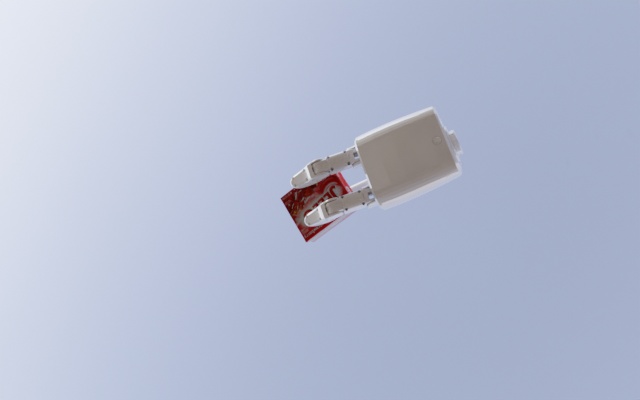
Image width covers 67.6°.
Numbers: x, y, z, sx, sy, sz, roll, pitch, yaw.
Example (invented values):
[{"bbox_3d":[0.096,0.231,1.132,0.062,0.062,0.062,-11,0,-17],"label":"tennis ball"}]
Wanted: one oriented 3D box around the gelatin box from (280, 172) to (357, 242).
[{"bbox_3d":[0.000,0.002,0.643,0.089,0.073,0.030,-38,-18,19],"label":"gelatin box"}]
